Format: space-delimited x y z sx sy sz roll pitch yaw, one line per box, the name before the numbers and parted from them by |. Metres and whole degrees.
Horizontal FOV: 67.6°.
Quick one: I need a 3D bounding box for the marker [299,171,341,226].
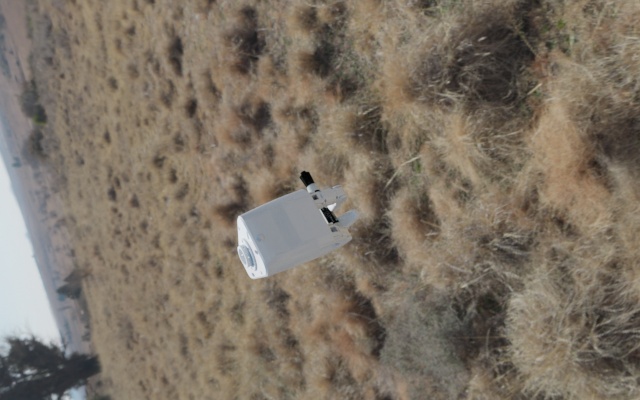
marker | 0.000 0.002 0.762 0.020 0.121 0.020 -27 -19 -10
